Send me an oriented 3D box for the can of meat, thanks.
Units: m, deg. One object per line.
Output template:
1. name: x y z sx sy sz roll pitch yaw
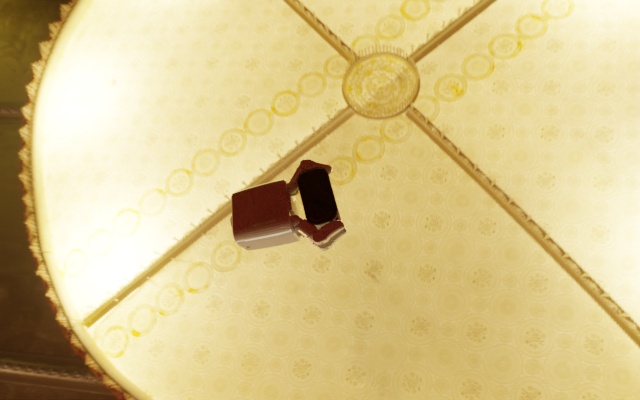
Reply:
1. can of meat: 0.000 0.003 0.864 0.057 0.102 0.084 -16 -18 4
